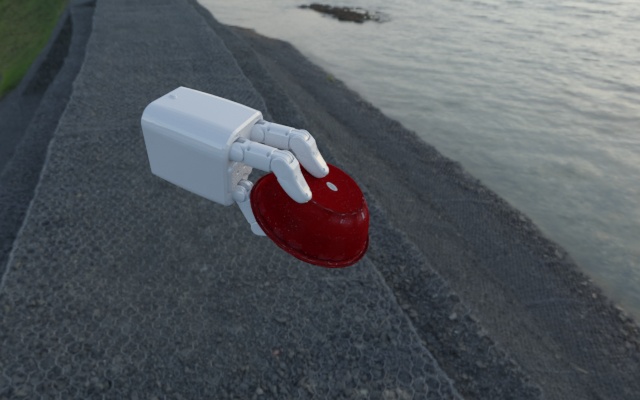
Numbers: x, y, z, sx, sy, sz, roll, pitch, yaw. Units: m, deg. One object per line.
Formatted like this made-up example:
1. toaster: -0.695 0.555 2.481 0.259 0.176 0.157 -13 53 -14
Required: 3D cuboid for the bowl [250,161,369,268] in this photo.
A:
1. bowl: 0.001 0.002 0.576 0.162 0.162 0.055 0 -44 -38
